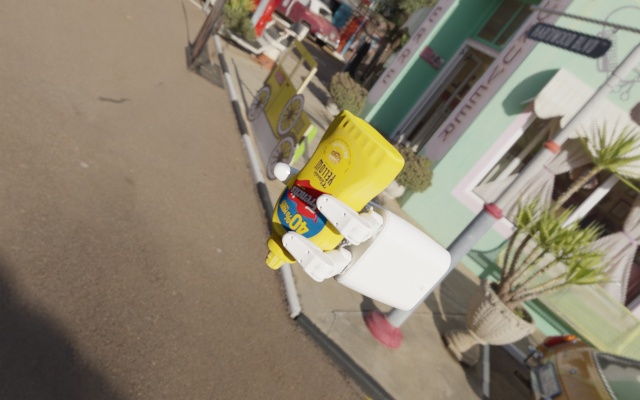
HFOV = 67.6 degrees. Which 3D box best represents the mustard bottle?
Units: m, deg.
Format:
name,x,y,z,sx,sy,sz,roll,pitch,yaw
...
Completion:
name,x,y,z,sx,sy,sz,roll,pitch,yaw
mustard bottle,0.000,0.001,0.525,0.058,0.192,0.096,19,25,-48
